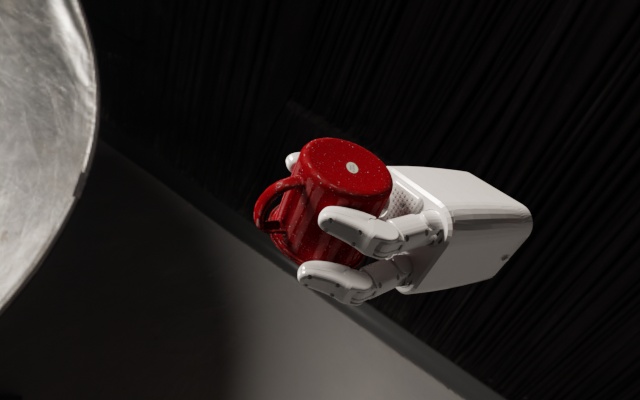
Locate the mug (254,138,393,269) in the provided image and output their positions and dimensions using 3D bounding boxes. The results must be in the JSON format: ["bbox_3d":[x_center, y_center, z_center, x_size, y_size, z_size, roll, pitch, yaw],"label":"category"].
[{"bbox_3d":[-0.001,0.001,0.401,0.117,0.081,0.093,-2,43,-31],"label":"mug"}]
